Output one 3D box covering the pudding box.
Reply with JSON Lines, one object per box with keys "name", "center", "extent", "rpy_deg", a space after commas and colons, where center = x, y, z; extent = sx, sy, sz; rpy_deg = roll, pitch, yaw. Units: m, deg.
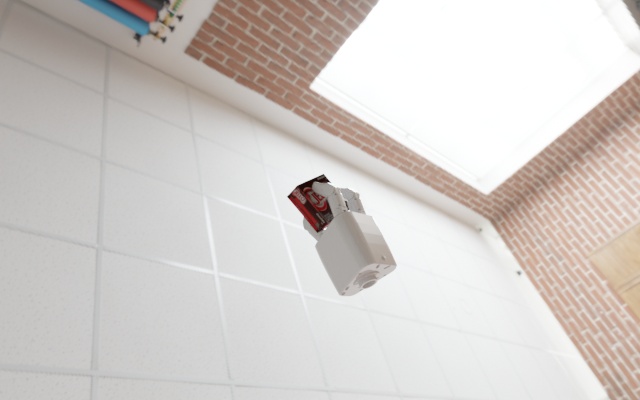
{"name": "pudding box", "center": [0.000, 0.003, 0.898], "extent": [0.039, 0.090, 0.113], "rpy_deg": [-43, -7, 28]}
